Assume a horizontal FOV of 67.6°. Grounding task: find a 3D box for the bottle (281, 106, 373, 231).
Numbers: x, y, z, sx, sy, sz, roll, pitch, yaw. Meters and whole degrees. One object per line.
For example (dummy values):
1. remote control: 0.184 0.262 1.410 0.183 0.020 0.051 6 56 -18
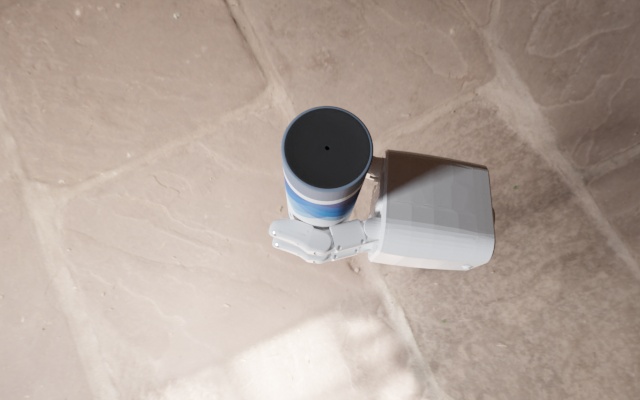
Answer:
1. bottle: 0.000 0.001 0.482 0.069 0.069 0.296 0 -15 -2
